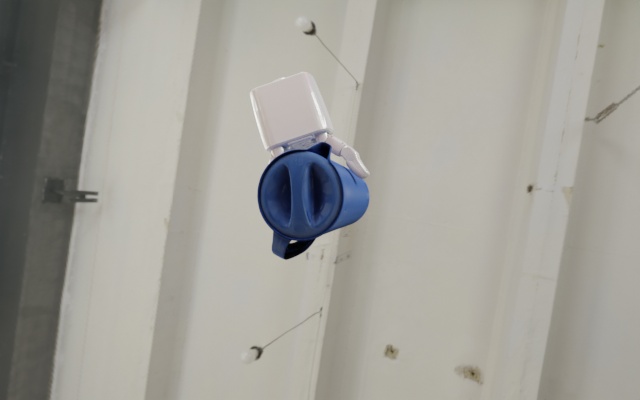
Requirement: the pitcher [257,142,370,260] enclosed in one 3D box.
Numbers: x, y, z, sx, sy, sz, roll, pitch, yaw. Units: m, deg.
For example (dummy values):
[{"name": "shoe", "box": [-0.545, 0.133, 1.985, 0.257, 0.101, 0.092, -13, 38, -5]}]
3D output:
[{"name": "pitcher", "box": [0.000, 0.002, 0.793, 0.149, 0.145, 0.243, -22, -8, 17]}]
